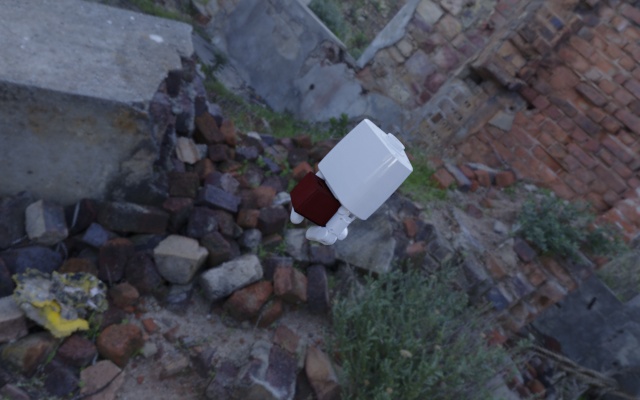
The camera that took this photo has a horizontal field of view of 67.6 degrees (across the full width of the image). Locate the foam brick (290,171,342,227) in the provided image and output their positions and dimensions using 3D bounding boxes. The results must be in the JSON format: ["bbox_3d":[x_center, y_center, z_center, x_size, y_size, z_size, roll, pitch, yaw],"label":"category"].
[{"bbox_3d":[0.000,0.002,0.731,0.078,0.051,0.053,32,22,-33],"label":"foam brick"}]
